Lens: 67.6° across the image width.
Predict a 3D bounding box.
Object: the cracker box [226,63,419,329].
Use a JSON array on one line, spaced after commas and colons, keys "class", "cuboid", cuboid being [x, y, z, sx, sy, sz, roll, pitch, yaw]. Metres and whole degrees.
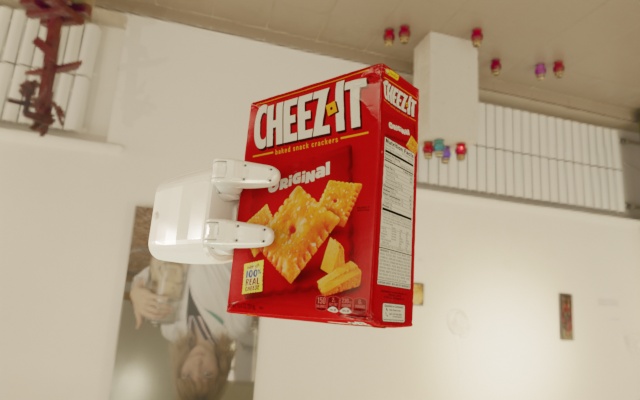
[{"class": "cracker box", "cuboid": [0.000, 0.002, 0.438, 0.164, 0.213, 0.072, -6, -16, 38]}]
